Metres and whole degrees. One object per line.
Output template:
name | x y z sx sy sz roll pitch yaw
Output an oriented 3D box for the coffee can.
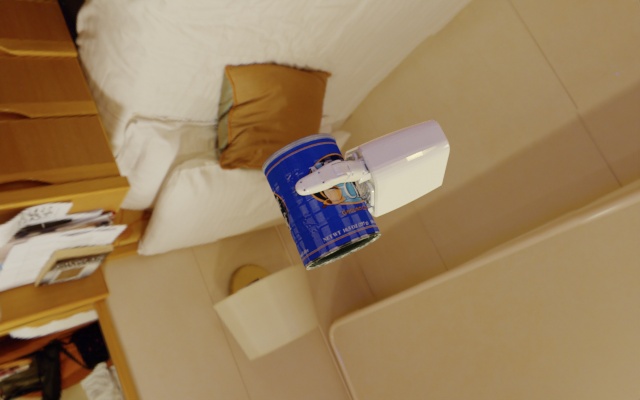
coffee can | 0.000 0.002 0.601 0.103 0.140 0.103 -24 -13 -6
